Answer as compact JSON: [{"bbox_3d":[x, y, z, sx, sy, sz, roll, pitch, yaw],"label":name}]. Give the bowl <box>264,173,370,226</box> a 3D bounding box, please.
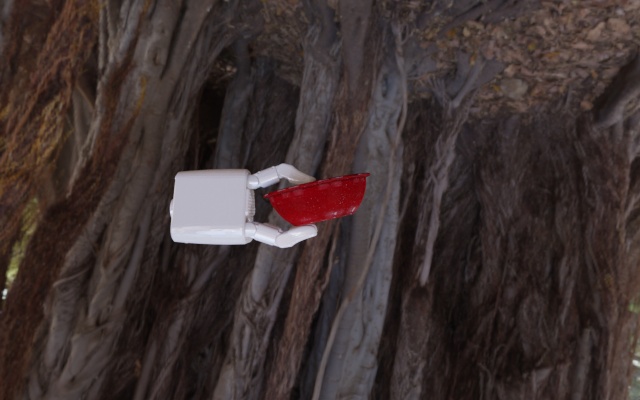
[{"bbox_3d":[0.001,0.003,0.708,0.162,0.055,0.162,-13,-2,0],"label":"bowl"}]
